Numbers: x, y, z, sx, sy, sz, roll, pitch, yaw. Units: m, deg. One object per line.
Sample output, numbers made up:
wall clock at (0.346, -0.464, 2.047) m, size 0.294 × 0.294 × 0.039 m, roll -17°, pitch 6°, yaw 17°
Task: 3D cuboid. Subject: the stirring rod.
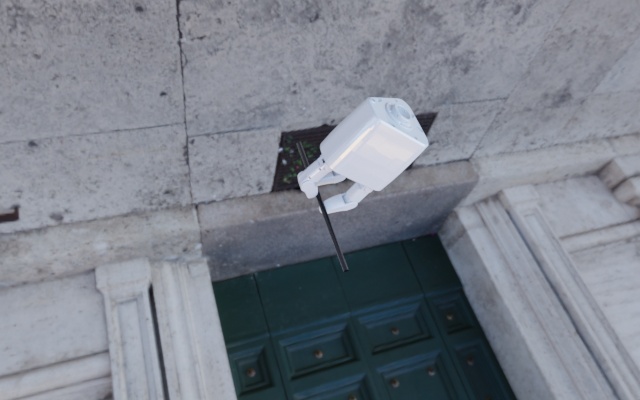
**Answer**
stirring rod at (0.000, 0.002, 0.745) m, size 0.011 × 0.239 × 0.011 m, roll -16°, pitch -29°, yaw -9°
